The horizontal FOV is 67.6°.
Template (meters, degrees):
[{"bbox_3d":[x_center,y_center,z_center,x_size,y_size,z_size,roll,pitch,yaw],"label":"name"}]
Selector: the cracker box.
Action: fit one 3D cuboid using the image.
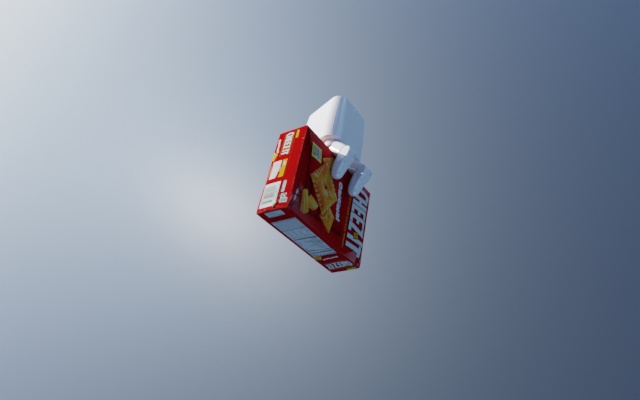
[{"bbox_3d":[0.000,0.003,0.820,0.072,0.164,0.214,-13,-40,35],"label":"cracker box"}]
